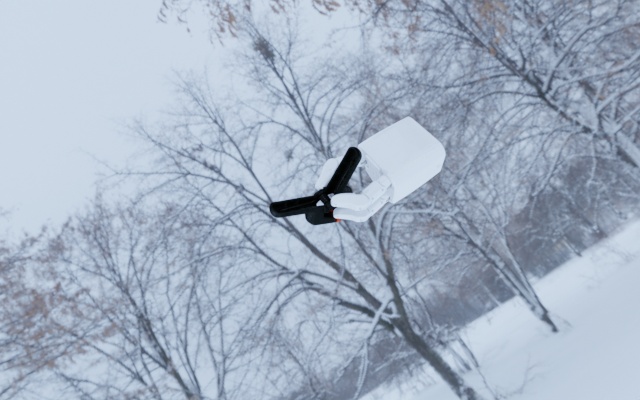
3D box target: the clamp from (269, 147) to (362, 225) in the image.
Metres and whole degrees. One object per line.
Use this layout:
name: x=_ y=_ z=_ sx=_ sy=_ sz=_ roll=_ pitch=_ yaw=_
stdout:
clamp: x=0.000 y=0.002 z=0.800 sx=0.164 sy=0.036 sz=0.210 roll=-32 pitch=-21 yaw=-7
